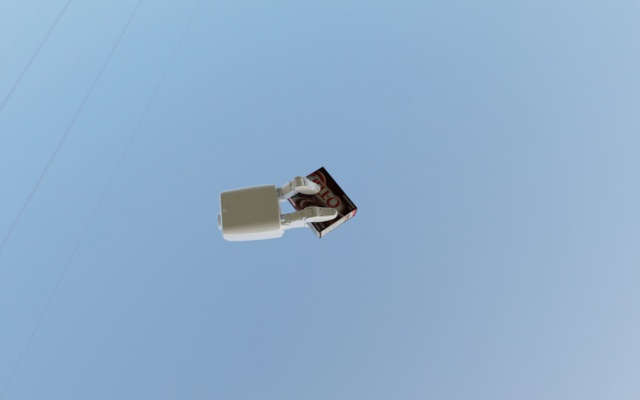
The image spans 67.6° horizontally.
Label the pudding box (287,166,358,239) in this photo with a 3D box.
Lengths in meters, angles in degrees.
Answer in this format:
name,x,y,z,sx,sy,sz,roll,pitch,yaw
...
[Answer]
name,x,y,z,sx,sy,sz,roll,pitch,yaw
pudding box,0.000,0.003,0.898,0.090,0.113,0.039,-33,-19,-17
